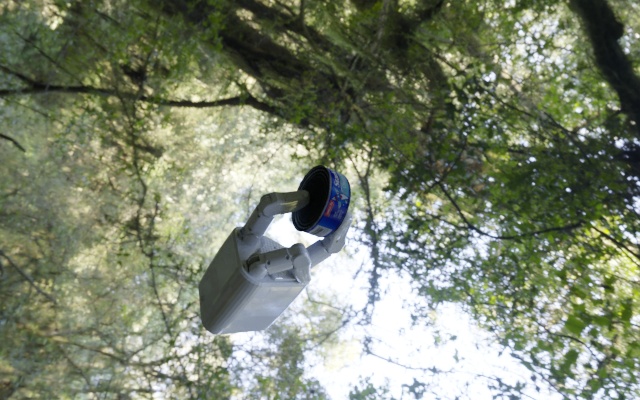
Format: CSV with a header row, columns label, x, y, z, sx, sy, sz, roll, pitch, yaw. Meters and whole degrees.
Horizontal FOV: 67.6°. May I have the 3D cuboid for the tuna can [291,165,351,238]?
label,x,y,z,sx,sy,sz,roll,pitch,yaw
tuna can,0.001,0.002,0.589,0.034,0.086,0.086,20,-10,-28
